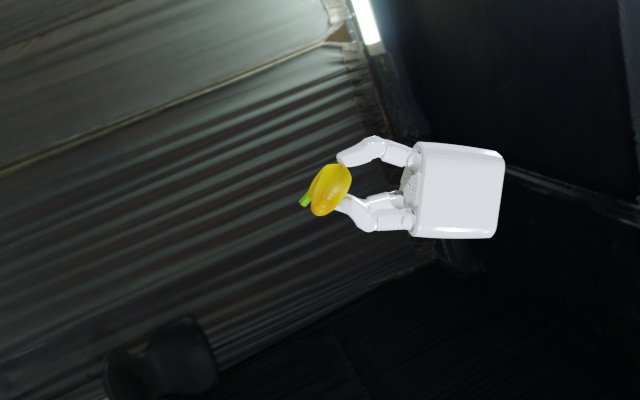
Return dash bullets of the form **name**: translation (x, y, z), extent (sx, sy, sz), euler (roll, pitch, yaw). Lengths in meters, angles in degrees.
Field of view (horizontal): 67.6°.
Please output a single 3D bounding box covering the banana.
- **banana**: translation (0.010, -0.014, 0.573), extent (0.037, 0.069, 0.198), euler (32, -2, -4)
